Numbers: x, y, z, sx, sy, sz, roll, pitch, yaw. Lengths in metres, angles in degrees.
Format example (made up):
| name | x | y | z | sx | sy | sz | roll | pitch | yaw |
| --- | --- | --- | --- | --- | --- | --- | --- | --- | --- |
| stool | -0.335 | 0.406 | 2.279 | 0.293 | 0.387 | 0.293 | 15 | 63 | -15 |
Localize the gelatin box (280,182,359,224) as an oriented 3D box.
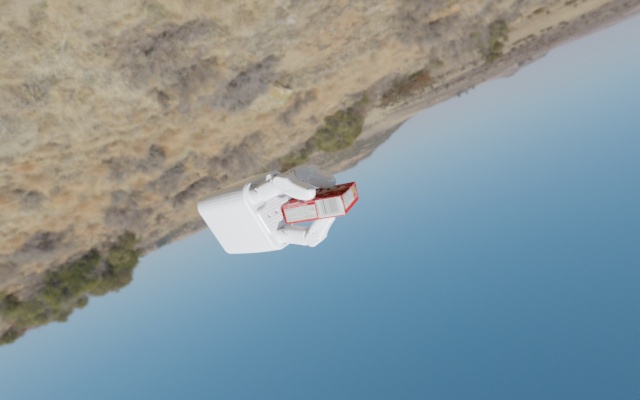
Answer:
| name | x | y | z | sx | sy | sz | roll | pitch | yaw |
| --- | --- | --- | --- | --- | --- | --- | --- | --- | --- |
| gelatin box | 0.001 | 0.003 | 0.652 | 0.089 | 0.030 | 0.073 | -9 | 13 | 22 |
